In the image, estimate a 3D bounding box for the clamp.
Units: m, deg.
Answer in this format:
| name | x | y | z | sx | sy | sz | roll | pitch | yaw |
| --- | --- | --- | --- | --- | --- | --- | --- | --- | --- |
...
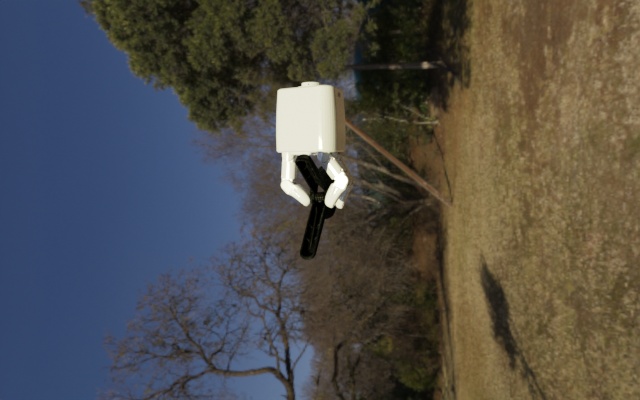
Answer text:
| name | x | y | z | sx | sy | sz | roll | pitch | yaw |
| --- | --- | --- | --- | --- | --- | --- | --- | --- | --- |
| clamp | -0.001 | 0.002 | 0.811 | 0.036 | 0.164 | 0.210 | 3 | 7 | 16 |
